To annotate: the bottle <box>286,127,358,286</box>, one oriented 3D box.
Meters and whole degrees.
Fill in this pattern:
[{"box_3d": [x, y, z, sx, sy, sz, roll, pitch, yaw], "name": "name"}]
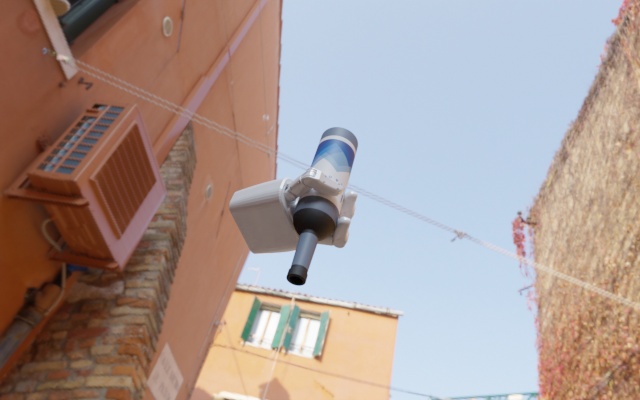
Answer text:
[{"box_3d": [0.000, 0.002, 0.739, 0.069, 0.295, 0.069, 10, -42, 9], "name": "bottle"}]
